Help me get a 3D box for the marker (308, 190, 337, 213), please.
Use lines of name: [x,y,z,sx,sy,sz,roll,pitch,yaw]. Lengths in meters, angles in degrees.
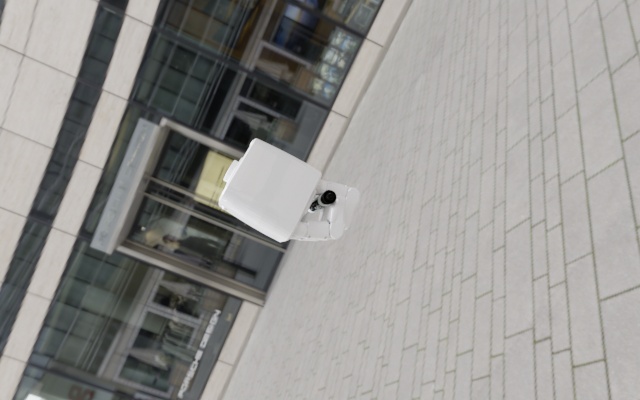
marker: [0.000,0.002,0.684,0.020,0.020,0.121,0,-7,-13]
